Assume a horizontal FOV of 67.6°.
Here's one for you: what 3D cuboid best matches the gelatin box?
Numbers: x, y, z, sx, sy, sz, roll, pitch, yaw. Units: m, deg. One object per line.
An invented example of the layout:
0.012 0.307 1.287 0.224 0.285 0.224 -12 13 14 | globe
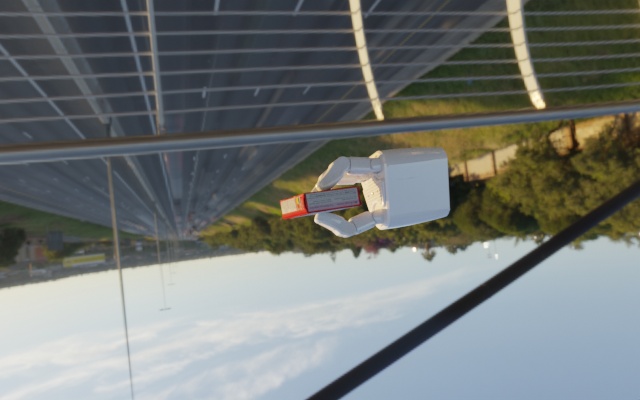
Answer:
0.000 0.003 0.655 0.089 0.030 0.073 -9 -3 -30 | gelatin box
